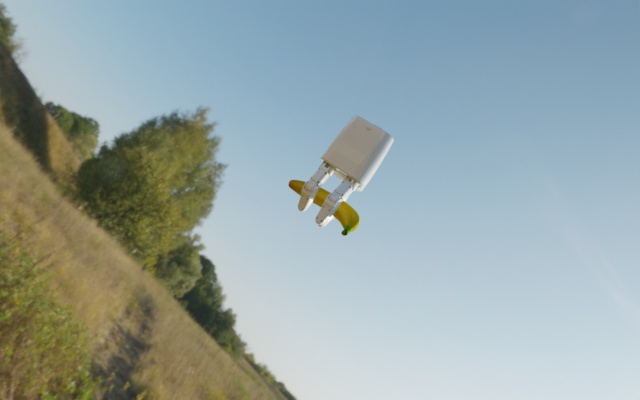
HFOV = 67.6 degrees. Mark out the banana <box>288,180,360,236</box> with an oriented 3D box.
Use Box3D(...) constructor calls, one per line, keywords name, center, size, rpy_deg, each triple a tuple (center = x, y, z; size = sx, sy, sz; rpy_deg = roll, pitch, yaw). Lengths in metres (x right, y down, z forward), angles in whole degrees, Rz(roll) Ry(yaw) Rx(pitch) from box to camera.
Box3D(name="banana", center=(0.015, 0.007, 0.903), size=(0.069, 0.037, 0.197), rpy_deg=(13, 18, -43))
